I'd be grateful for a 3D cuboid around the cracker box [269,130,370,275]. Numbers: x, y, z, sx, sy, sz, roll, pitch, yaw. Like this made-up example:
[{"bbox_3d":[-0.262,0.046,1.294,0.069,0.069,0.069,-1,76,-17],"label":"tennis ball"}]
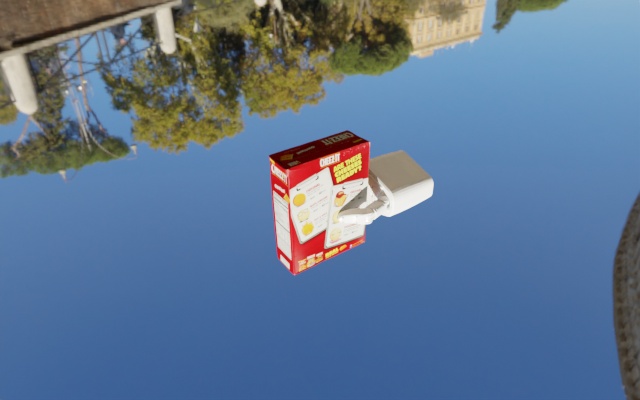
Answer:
[{"bbox_3d":[0.000,0.003,0.833,0.164,0.214,0.072,-22,38,-29],"label":"cracker box"}]
